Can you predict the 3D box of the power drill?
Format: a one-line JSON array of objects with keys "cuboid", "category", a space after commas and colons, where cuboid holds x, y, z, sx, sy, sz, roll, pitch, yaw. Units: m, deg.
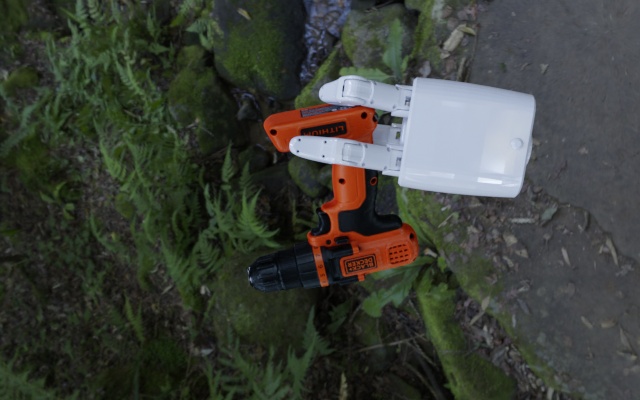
[{"cuboid": [0.000, 0.001, 0.485, 0.184, 0.188, 0.057, -13, 24, -2], "category": "power drill"}]
